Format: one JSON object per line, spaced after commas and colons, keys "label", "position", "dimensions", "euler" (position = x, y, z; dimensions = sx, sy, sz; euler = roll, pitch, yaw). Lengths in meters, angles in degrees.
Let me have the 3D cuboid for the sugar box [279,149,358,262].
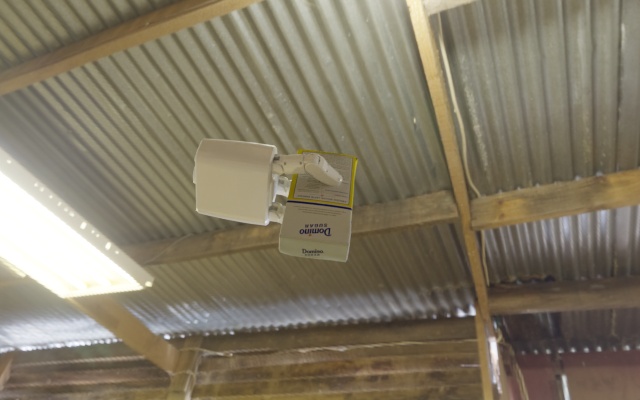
{"label": "sugar box", "position": [0.000, 0.003, 0.680], "dimensions": [0.093, 0.176, 0.048], "euler": [7, -42, 2]}
